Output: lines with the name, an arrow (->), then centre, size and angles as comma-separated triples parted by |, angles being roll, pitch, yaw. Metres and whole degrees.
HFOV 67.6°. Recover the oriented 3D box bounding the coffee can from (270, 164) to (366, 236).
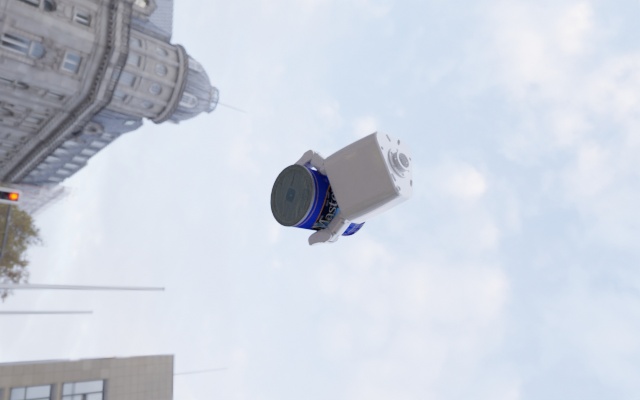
coffee can -> 0.000, 0.003, 0.814 | 0.140, 0.103, 0.103 | 13, -9, -44
